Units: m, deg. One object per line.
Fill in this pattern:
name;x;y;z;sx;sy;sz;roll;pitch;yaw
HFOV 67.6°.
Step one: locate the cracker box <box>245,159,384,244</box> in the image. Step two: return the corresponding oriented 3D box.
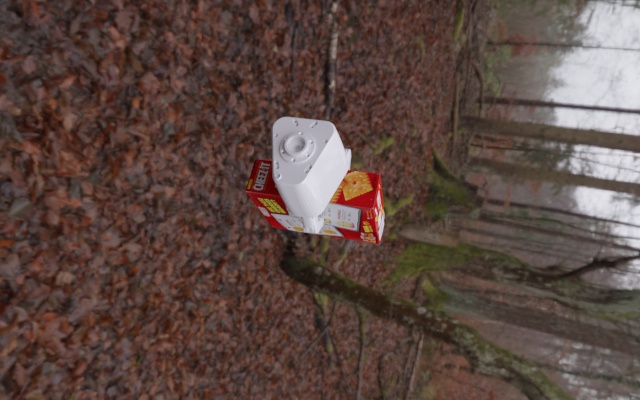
cracker box;0.000;0.003;0.830;0.213;0.072;0.164;8;-23;15
